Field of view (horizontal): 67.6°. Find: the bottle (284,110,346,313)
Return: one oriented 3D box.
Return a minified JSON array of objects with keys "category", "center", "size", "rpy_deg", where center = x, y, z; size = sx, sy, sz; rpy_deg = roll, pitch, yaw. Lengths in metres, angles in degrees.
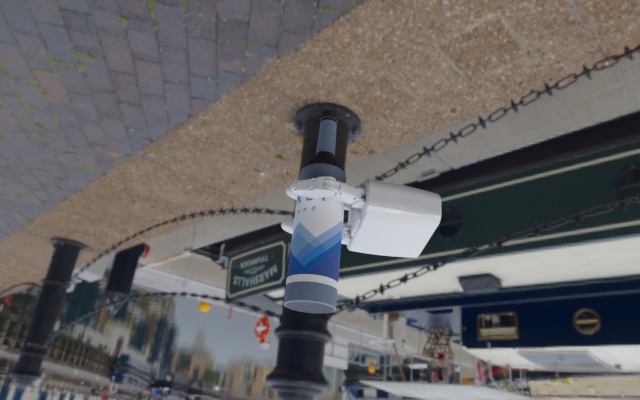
[{"category":"bottle","center":[0.000,0.002,0.663],"size":[0.069,0.295,0.069],"rpy_deg":[5,-25,2]}]
